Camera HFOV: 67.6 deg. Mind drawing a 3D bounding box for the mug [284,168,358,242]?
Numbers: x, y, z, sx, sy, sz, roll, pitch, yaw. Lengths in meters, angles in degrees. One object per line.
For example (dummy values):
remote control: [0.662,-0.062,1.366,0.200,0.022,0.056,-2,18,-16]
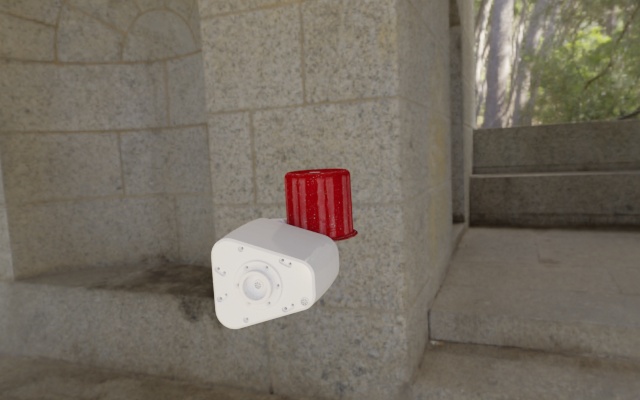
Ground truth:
mug: [0.000,0.002,0.605,0.093,0.081,0.117,-2,7,11]
